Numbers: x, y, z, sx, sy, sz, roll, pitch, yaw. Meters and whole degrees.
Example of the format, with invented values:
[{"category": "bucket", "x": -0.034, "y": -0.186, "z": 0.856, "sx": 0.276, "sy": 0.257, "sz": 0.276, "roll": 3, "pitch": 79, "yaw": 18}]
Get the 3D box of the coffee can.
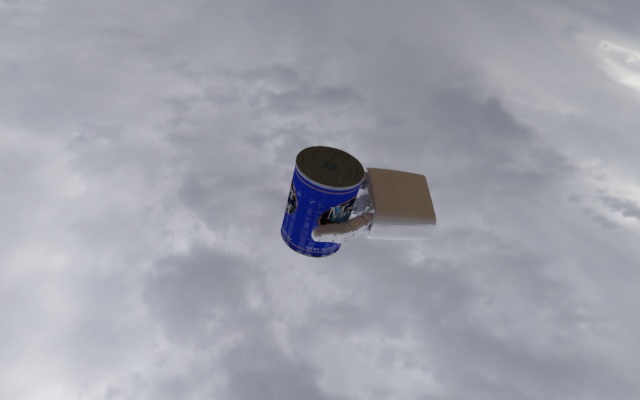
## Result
[{"category": "coffee can", "x": 0.000, "y": 0.002, "z": 0.733, "sx": 0.103, "sy": 0.140, "sz": 0.102, "roll": 10, "pitch": 37, "yaw": -7}]
